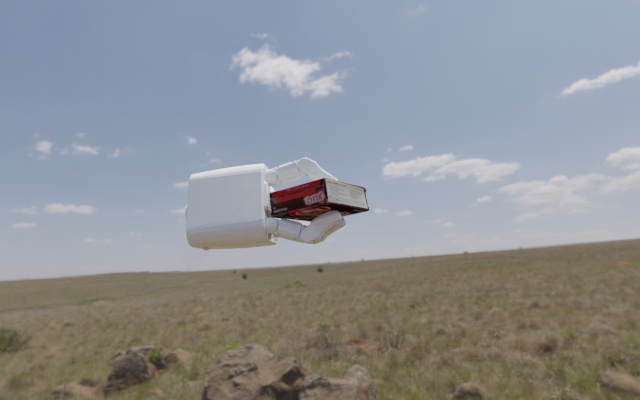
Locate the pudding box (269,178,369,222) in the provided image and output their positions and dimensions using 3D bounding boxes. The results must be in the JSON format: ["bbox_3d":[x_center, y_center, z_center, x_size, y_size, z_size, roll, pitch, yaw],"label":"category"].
[{"bbox_3d":[0.000,0.002,0.645,0.090,0.039,0.113,-13,-10,32],"label":"pudding box"}]
